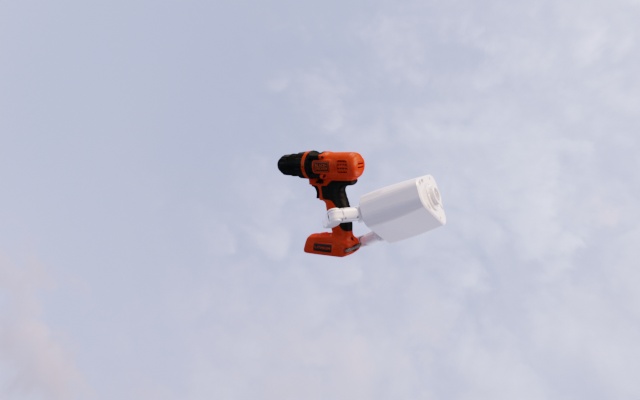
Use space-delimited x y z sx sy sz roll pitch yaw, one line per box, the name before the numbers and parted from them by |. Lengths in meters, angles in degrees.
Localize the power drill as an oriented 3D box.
power drill | 0.000 0.003 0.863 0.184 0.188 0.057 4 15 40
